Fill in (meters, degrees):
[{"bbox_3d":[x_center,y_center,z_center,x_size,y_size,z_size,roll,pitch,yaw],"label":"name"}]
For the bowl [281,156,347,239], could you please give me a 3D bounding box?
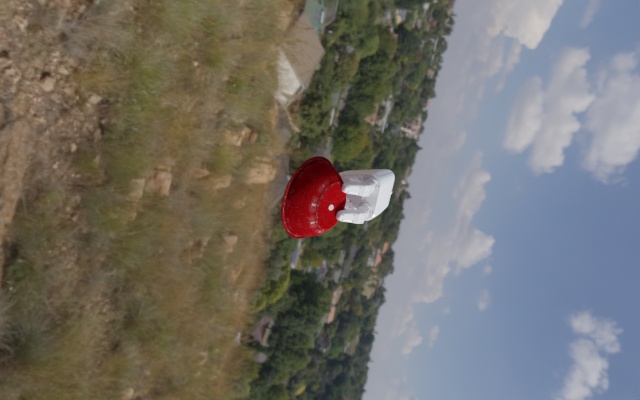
[{"bbox_3d":[0.000,0.003,0.879,0.055,0.162,0.162,21,12,33],"label":"bowl"}]
